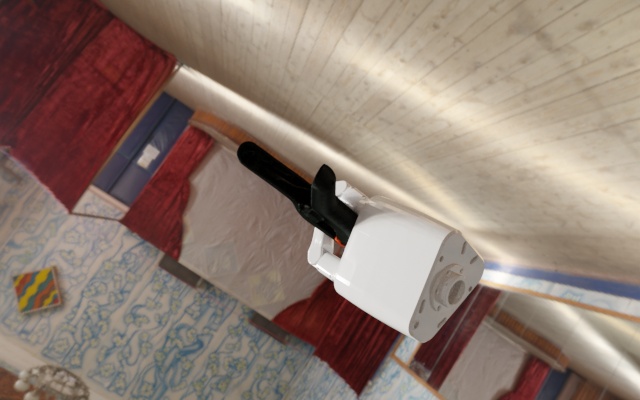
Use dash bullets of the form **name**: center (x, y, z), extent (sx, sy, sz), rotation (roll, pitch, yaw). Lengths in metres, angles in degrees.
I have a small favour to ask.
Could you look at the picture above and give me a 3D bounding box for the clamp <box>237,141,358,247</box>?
- **clamp**: center (0.000, 0.002, 0.493), extent (0.120, 0.039, 0.171), rotation (25, -13, 48)
